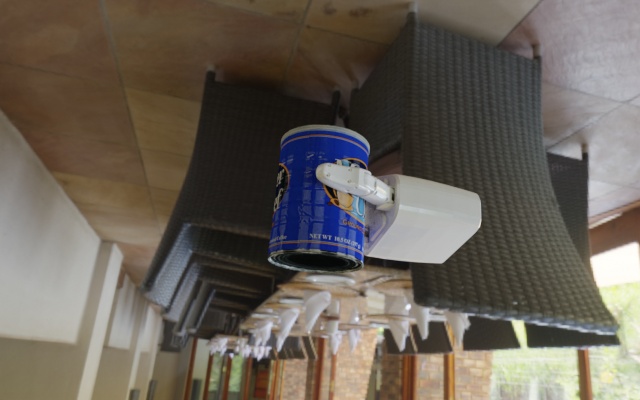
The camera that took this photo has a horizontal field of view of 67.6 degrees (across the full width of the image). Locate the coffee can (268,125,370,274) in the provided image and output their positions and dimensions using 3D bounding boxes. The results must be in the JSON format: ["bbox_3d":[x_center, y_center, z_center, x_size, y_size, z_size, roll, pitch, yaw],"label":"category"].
[{"bbox_3d":[0.000,0.002,0.530,0.103,0.140,0.103,4,-19,1],"label":"coffee can"}]
